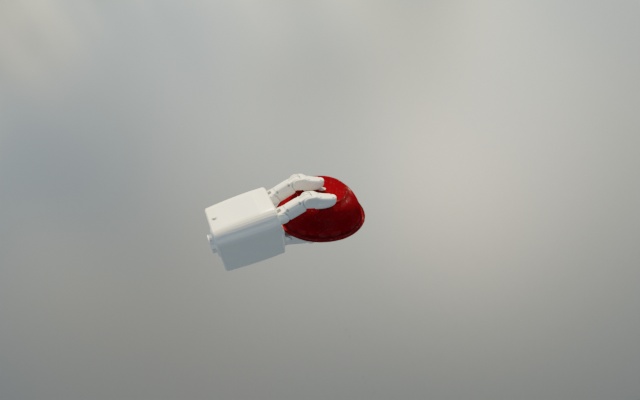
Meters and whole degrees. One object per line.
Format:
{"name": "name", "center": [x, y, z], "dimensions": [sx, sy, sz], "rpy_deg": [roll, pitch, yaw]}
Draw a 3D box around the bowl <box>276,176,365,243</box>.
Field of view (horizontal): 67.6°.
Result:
{"name": "bowl", "center": [0.001, 0.002, 0.841], "dimensions": [0.162, 0.055, 0.162], "rpy_deg": [2, 34, -1]}
